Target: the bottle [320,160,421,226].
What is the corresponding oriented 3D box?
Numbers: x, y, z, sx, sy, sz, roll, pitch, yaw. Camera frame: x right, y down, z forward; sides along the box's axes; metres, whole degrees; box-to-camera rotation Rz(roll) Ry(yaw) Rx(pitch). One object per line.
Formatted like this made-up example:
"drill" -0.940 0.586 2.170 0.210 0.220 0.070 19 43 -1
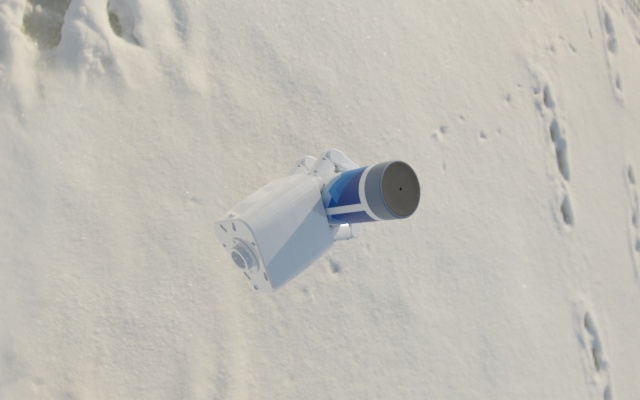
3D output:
"bottle" 0.000 0.002 0.645 0.069 0.069 0.296 0 -6 -38
